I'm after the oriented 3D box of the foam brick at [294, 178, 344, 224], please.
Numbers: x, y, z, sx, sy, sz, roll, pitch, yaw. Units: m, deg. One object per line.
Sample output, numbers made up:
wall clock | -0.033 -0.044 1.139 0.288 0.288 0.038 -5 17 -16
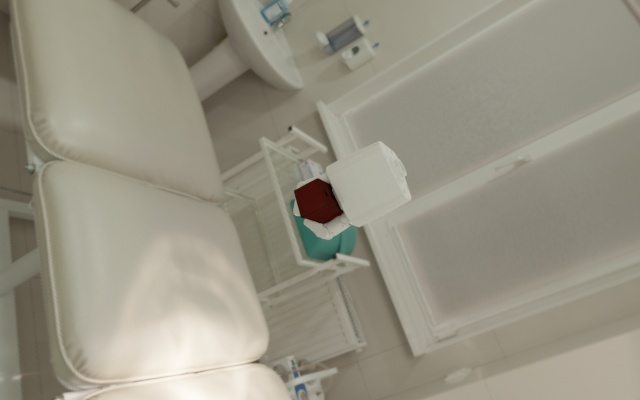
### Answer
foam brick | 0.000 0.003 0.811 0.051 0.053 0.078 -26 -22 21
